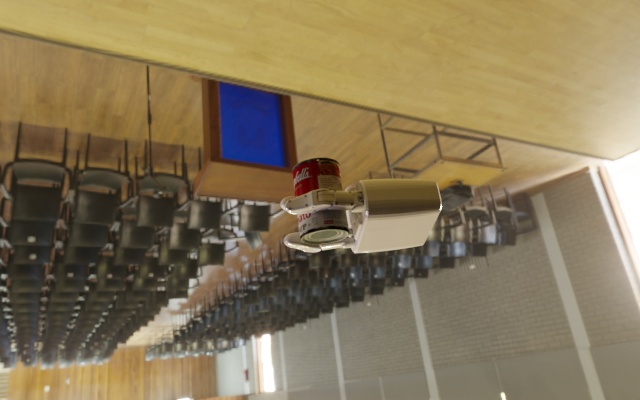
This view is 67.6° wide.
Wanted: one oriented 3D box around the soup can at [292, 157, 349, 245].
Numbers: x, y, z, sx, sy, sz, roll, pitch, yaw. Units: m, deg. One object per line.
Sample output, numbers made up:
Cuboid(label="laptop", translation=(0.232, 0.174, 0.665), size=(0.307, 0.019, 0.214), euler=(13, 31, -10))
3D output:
Cuboid(label="soup can", translation=(0.000, 0.002, 0.650), size=(0.068, 0.102, 0.068), euler=(-6, -21, -3))
